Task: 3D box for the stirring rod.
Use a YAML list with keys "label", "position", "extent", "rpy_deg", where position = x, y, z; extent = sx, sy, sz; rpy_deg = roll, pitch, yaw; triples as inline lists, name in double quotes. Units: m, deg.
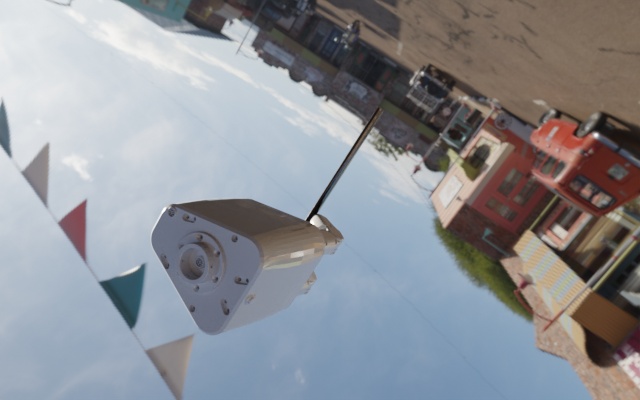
- label: "stirring rod"
  position: [0.000, 0.002, 0.530]
  extent: [0.011, 0.239, 0.011]
  rpy_deg: [30, 15, -9]
